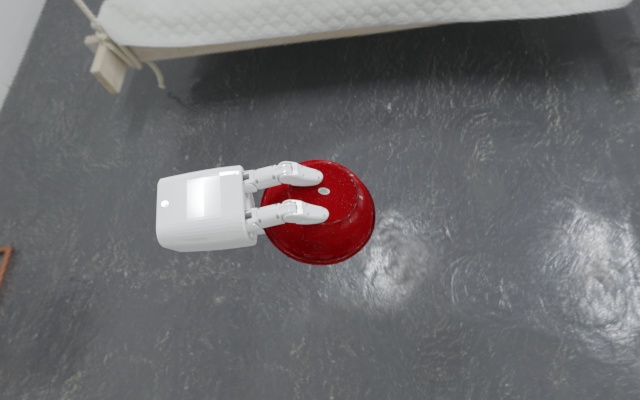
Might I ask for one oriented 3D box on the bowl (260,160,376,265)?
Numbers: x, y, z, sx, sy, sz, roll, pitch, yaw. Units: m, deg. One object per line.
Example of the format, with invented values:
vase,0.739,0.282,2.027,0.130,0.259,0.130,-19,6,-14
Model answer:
bowl,0.001,0.002,0.638,0.162,0.162,0.055,0,-28,-8
